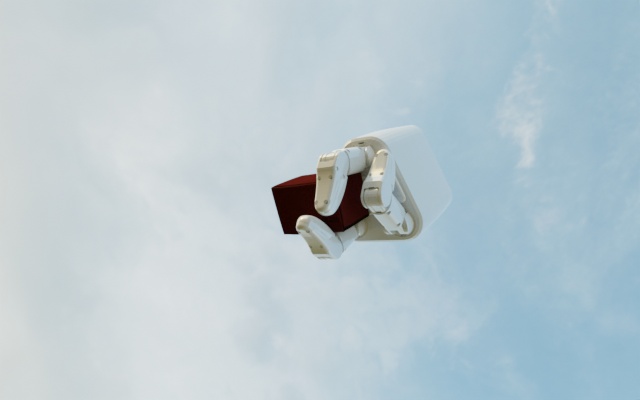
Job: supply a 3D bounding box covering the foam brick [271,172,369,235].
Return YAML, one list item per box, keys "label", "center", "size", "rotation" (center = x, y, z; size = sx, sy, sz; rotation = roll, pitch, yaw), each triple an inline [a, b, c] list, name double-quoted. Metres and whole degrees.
- label: "foam brick"
  center: [0.000, 0.002, 0.484]
  size: [0.078, 0.053, 0.051]
  rotation: [-4, 14, 35]
